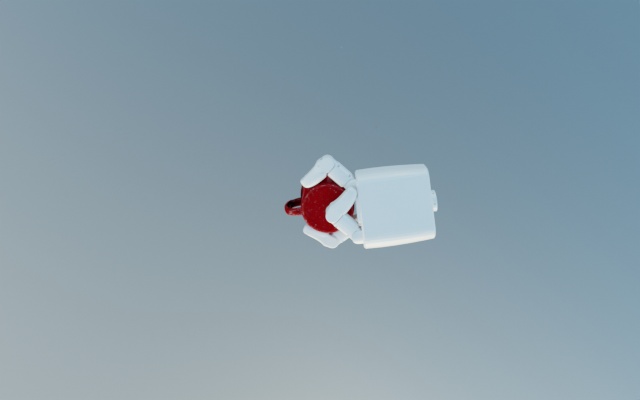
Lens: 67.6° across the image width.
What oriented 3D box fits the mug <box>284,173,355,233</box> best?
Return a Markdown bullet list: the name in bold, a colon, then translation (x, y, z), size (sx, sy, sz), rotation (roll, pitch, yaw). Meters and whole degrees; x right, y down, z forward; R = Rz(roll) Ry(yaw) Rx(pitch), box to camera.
- **mug**: translation (-0.001, 0.003, 0.753), size (0.117, 0.093, 0.081), rotation (-8, 17, 5)
